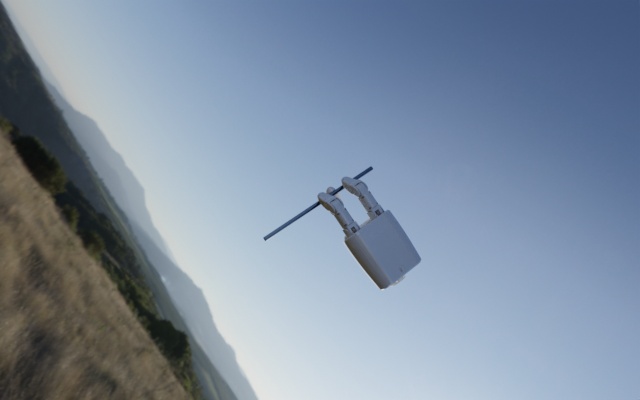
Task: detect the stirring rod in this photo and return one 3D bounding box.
[{"bbox_3d":[0.000,0.003,0.845,0.239,0.011,0.011,-34,12,-19],"label":"stirring rod"}]
